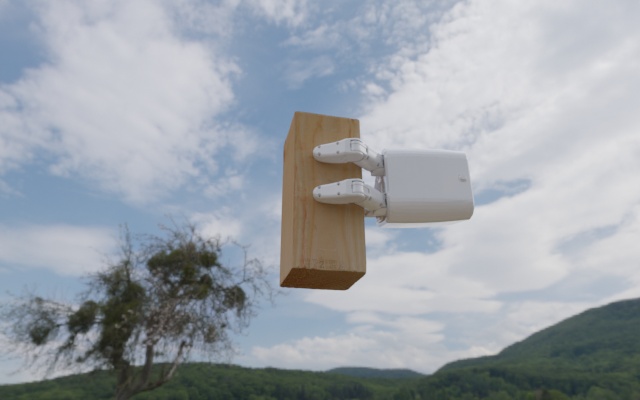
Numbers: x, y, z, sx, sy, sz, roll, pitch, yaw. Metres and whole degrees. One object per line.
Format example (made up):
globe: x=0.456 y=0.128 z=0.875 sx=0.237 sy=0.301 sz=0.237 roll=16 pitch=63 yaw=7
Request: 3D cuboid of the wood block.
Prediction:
wood block: x=0.000 y=0.002 z=0.610 sx=0.090 sy=0.206 sz=0.091 roll=5 pitch=-25 yaw=-12
